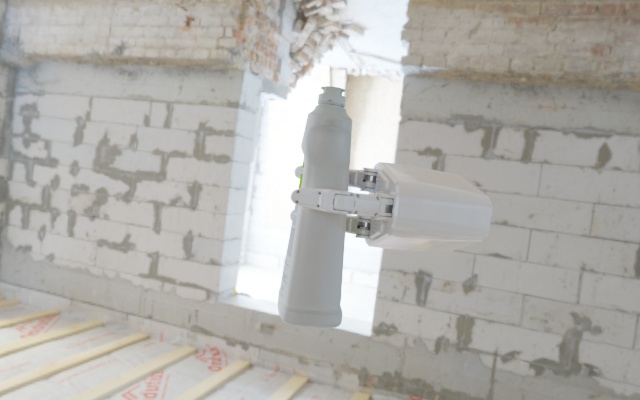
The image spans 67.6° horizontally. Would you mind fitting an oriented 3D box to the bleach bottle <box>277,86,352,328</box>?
[{"bbox_3d":[0.000,0.002,0.523,0.068,0.251,0.102,7,2,-9],"label":"bleach bottle"}]
